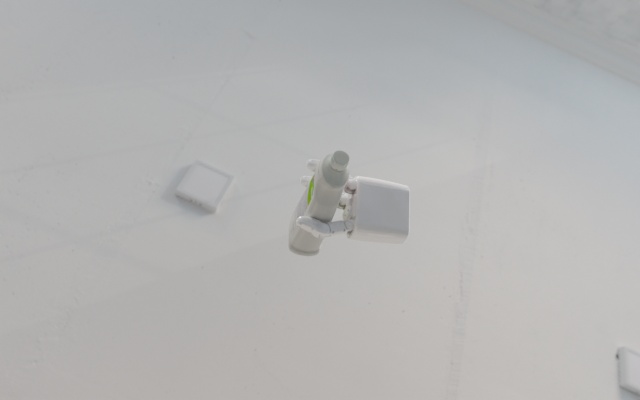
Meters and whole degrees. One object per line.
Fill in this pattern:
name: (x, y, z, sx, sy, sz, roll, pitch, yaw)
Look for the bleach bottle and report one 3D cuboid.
bleach bottle: (0.000, 0.003, 0.868, 0.068, 0.102, 0.251, 9, -34, -13)
